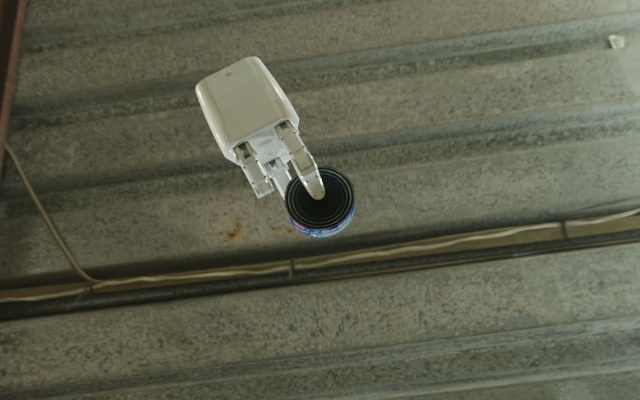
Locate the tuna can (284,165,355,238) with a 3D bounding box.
[{"bbox_3d":[0.000,0.002,0.587,0.086,0.086,0.034,0,-25,5],"label":"tuna can"}]
